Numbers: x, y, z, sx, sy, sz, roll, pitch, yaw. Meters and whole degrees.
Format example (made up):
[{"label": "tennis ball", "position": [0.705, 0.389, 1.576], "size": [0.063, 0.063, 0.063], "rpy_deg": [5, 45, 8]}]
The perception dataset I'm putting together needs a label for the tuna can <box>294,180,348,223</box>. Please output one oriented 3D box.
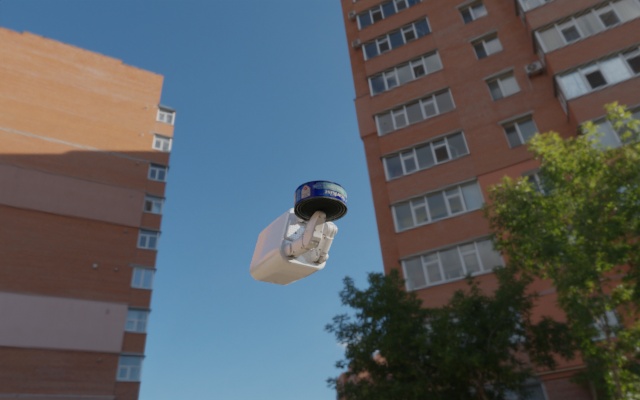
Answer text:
[{"label": "tuna can", "position": [0.000, 0.002, 0.767], "size": [0.086, 0.033, 0.086], "rpy_deg": [0, -29, 0]}]
